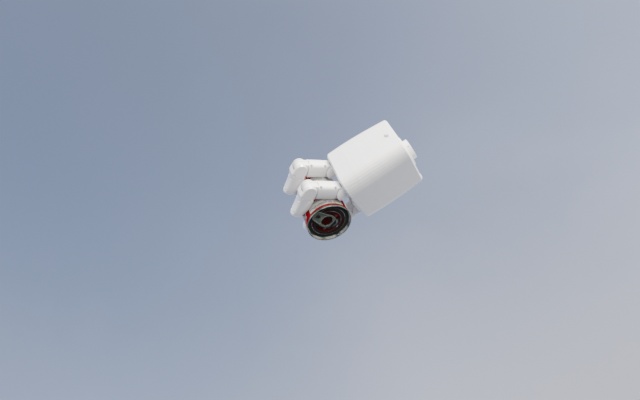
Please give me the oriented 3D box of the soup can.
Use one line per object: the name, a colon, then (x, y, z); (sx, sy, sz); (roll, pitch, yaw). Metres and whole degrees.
soup can: (0.000, 0.003, 0.741); (0.068, 0.068, 0.102); (0, 39, -20)
